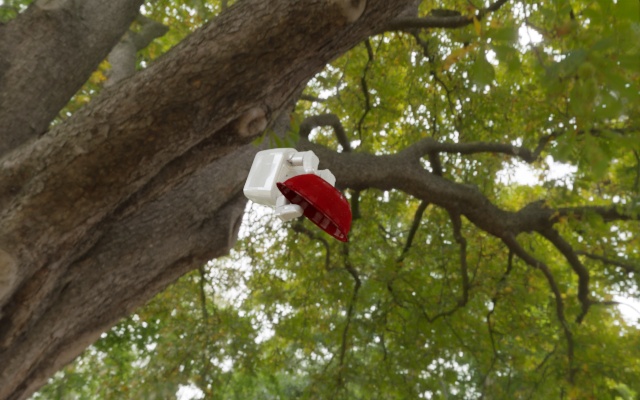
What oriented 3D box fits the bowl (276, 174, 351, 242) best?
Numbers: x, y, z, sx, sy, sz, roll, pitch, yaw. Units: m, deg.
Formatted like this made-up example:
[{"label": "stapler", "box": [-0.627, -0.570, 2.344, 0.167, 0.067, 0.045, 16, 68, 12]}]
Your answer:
[{"label": "bowl", "box": [0.001, 0.003, 0.840, 0.162, 0.055, 0.162, 39, -10, 8]}]
